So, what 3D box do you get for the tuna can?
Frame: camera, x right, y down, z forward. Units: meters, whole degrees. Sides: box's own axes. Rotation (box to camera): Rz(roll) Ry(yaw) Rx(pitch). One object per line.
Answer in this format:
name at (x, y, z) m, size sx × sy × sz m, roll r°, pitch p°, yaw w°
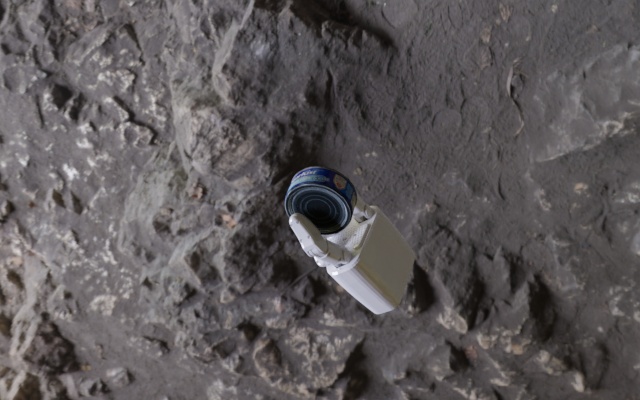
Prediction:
tuna can at (0.000, 0.002, 0.585) m, size 0.086 × 0.086 × 0.033 m, roll 0°, pitch 40°, yaw 18°
